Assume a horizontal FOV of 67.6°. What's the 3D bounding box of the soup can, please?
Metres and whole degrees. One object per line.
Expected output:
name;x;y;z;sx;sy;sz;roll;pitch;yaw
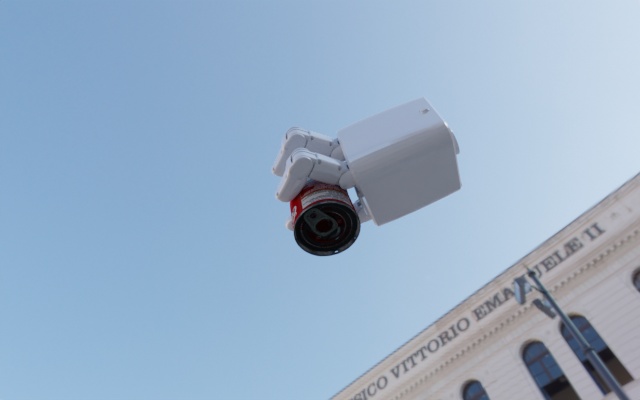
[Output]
soup can;0.000;0.002;0.516;0.068;0.068;0.102;0;34;-9
